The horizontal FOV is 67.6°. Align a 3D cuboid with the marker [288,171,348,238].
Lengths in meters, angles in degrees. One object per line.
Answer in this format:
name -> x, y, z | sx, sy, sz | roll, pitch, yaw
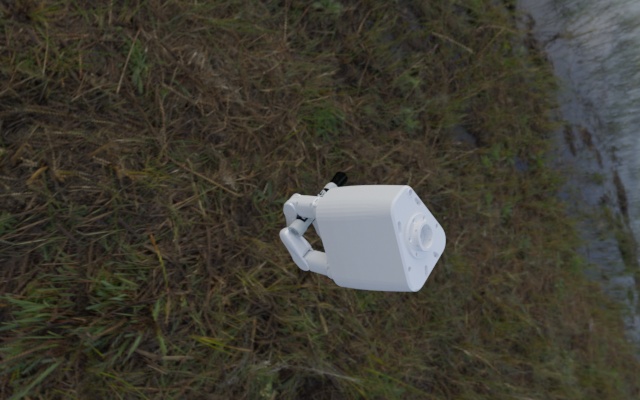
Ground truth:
marker -> 0.000, 0.002, 0.613 | 0.020, 0.020, 0.121 | 0, 38, 42
